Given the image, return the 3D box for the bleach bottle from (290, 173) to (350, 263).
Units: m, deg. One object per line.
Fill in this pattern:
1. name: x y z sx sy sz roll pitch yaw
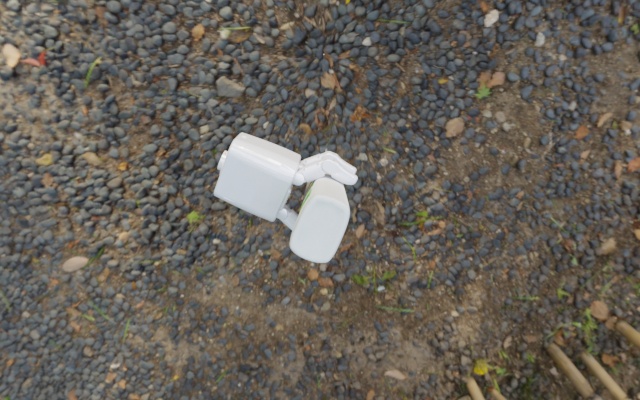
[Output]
1. bleach bottle: 0.000 0.002 0.771 0.068 0.102 0.250 22 16 -7
